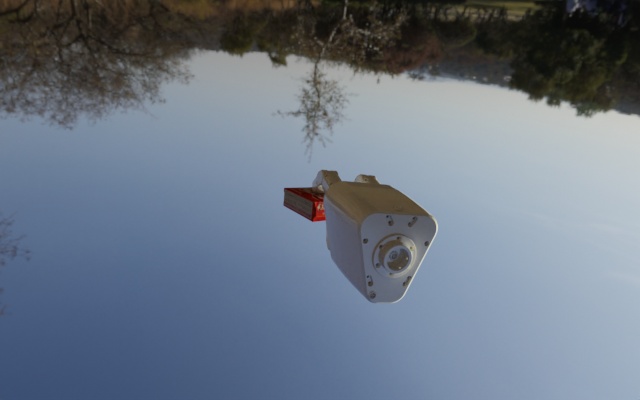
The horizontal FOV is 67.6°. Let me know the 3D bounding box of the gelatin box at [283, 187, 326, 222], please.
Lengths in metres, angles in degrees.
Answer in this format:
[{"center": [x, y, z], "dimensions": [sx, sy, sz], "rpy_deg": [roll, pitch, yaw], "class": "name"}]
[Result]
[{"center": [0.000, 0.003, 0.662], "dimensions": [0.073, 0.030, 0.089], "rpy_deg": [-3, 14, -30], "class": "gelatin box"}]
